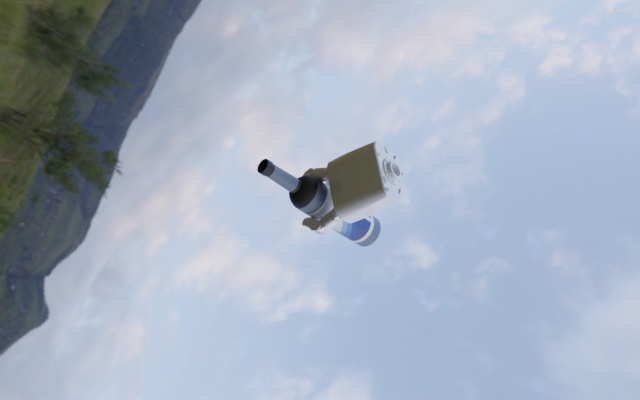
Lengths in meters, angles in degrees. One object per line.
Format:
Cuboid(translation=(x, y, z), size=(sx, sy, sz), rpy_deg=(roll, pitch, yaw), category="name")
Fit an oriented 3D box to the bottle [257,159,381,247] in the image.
Cuboid(translation=(0.000, 0.003, 0.893), size=(0.069, 0.069, 0.296), rpy_deg=(0, -25, 47), category="bottle")
